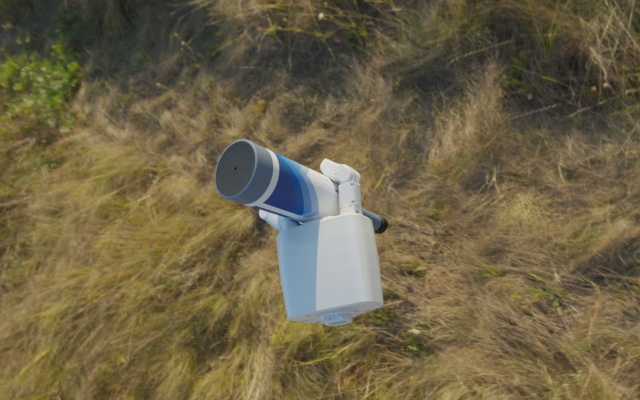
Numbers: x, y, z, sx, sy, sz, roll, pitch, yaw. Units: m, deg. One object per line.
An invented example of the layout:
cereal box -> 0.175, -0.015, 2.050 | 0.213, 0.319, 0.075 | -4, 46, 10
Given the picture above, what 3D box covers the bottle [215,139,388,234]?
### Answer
bottle -> 0.000, 0.002, 0.617 | 0.069, 0.069, 0.296 | 0, -14, 40
